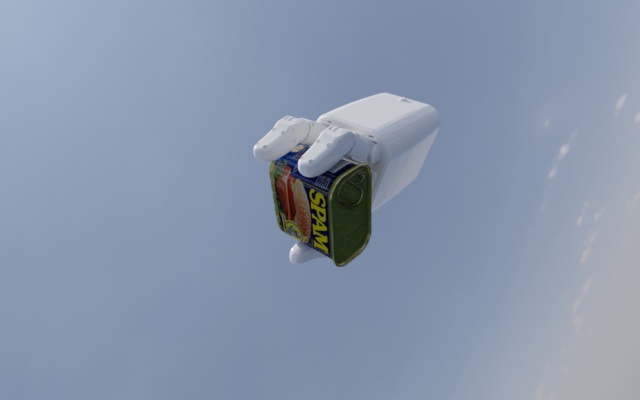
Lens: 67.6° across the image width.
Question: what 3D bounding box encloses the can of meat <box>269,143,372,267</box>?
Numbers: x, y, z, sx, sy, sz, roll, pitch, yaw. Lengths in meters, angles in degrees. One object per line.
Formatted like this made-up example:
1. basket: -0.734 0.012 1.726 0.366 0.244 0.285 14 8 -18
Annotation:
1. can of meat: 0.000 0.002 0.467 0.084 0.102 0.057 26 44 36
